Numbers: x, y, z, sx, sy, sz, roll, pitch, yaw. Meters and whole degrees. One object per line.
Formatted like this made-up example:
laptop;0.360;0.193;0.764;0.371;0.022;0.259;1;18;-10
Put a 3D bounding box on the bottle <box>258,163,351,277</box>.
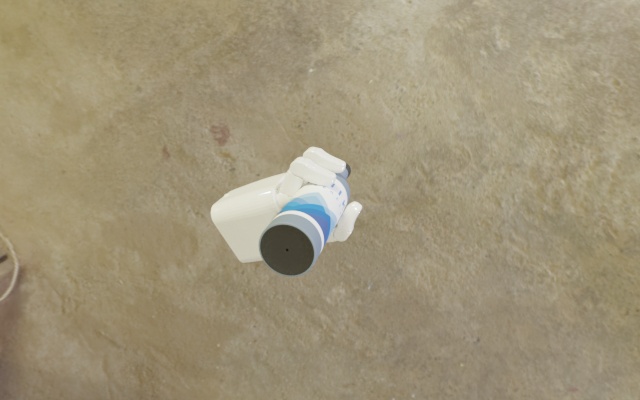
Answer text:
bottle;0.000;0.002;0.650;0.069;0.069;0.295;0;21;15
